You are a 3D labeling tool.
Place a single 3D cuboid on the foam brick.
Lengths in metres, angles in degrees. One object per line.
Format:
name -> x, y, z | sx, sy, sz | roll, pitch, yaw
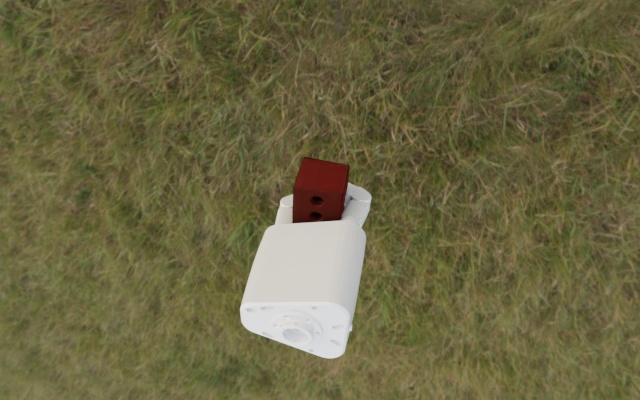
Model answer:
foam brick -> 0.000, 0.001, 0.520 | 0.053, 0.078, 0.051 | 9, 42, 6
